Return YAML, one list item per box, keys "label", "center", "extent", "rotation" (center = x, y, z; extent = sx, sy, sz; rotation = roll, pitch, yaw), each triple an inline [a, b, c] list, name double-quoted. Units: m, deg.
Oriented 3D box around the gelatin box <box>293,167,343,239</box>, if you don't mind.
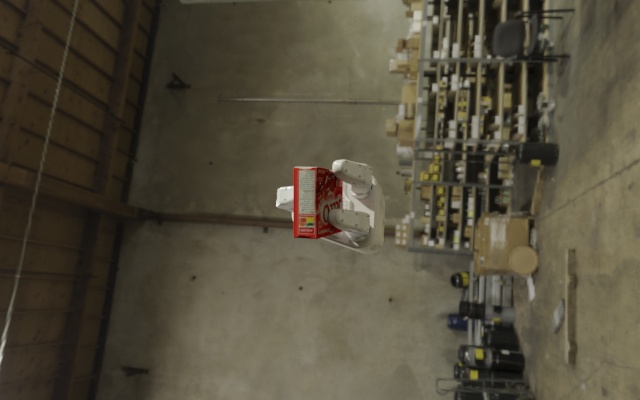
- label: "gelatin box"
  center: [0.000, 0.002, 0.521]
  extent: [0.030, 0.073, 0.089]
  rotation: [1, 1, 21]
